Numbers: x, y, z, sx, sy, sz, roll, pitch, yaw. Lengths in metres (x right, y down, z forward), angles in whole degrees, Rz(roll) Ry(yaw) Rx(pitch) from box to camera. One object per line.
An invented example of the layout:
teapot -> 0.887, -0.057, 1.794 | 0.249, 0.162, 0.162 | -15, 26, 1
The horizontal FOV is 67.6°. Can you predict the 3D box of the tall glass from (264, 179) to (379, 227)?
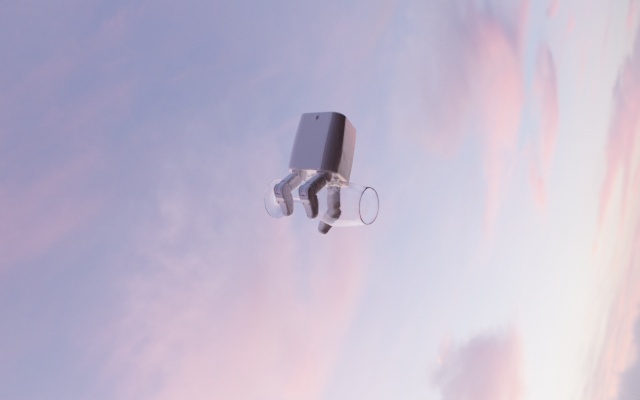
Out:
tall glass -> 0.000, 0.003, 0.831 | 0.201, 0.079, 0.079 | 5, 3, 37
